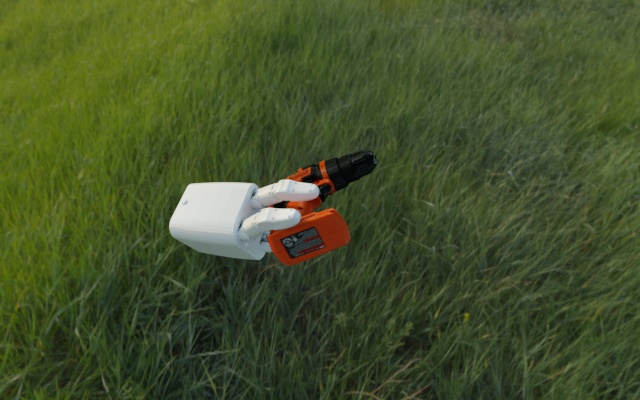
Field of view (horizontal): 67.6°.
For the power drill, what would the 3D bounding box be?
[{"bbox_3d":[0.000,0.003,0.682,0.184,0.057,0.187,-24,25,13],"label":"power drill"}]
